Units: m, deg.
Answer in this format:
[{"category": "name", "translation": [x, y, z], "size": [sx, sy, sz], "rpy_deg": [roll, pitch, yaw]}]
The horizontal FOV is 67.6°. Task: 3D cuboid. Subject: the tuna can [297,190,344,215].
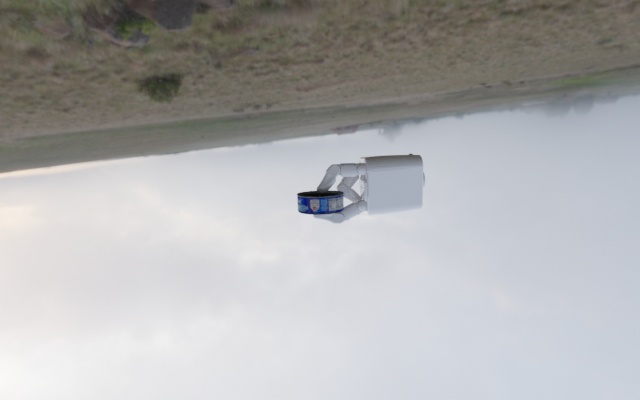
[{"category": "tuna can", "translation": [0.000, 0.003, 0.872], "size": [0.086, 0.034, 0.086], "rpy_deg": [-2, 8, 0]}]
